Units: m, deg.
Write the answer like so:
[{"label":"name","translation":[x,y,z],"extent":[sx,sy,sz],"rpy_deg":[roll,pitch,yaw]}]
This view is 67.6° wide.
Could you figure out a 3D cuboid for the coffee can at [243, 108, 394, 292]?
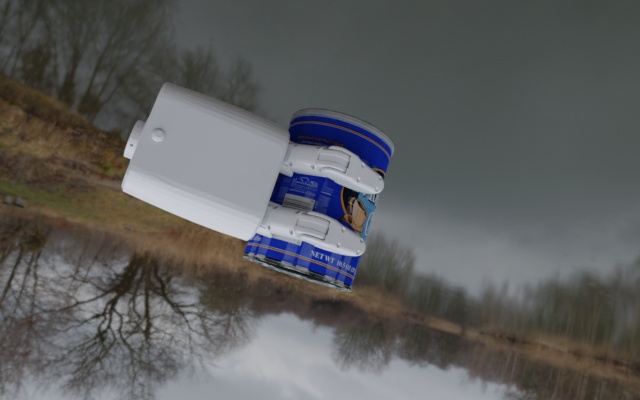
[{"label":"coffee can","translation":[0.000,0.001,0.443],"extent":[0.103,0.140,0.103],"rpy_deg":[17,-12,4]}]
